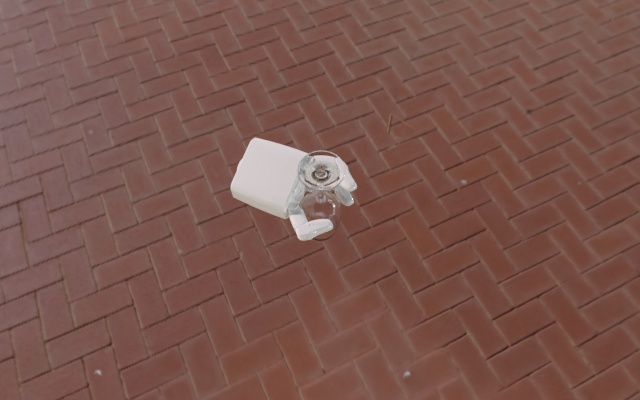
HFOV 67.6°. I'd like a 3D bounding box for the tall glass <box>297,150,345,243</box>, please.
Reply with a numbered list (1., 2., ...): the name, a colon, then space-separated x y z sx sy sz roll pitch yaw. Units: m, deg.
1. tall glass: 0.000 0.002 0.817 0.079 0.079 0.201 0 -30 0
